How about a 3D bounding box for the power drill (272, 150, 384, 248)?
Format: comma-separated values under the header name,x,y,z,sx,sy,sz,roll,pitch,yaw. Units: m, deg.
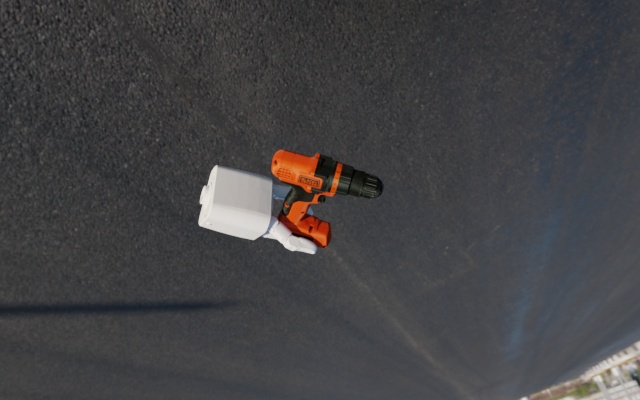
name,x,y,z,sx,sy,sz,roll,pitch,yaw
power drill,0.000,0.003,0.822,0.184,0.057,0.188,16,-44,1
